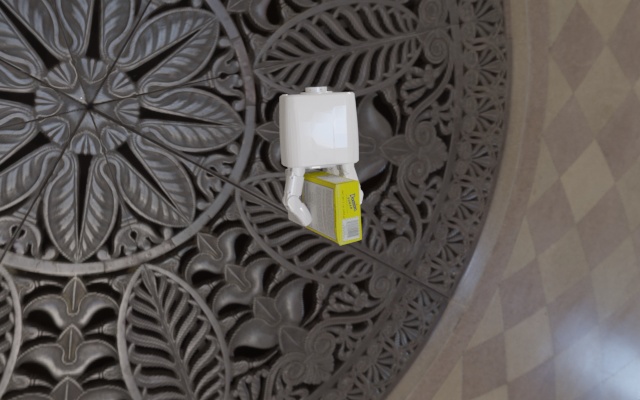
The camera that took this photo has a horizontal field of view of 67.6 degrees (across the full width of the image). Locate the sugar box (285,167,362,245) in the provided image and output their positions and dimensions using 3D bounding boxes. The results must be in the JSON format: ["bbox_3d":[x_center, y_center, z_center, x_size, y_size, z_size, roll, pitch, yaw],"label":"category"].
[{"bbox_3d":[0.001,0.002,0.760,0.048,0.093,0.176,-10,16,-25],"label":"sugar box"}]
